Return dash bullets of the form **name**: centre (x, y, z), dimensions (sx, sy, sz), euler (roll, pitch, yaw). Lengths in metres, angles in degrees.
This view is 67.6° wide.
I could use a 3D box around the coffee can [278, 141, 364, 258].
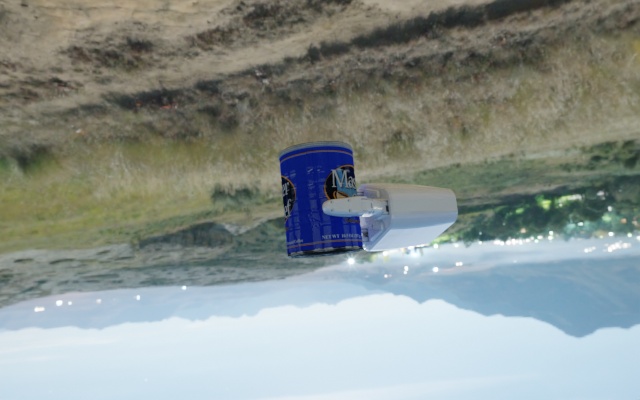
- **coffee can**: centre (0.000, 0.002, 0.643), dimensions (0.103, 0.140, 0.103), euler (-5, -10, -1)
